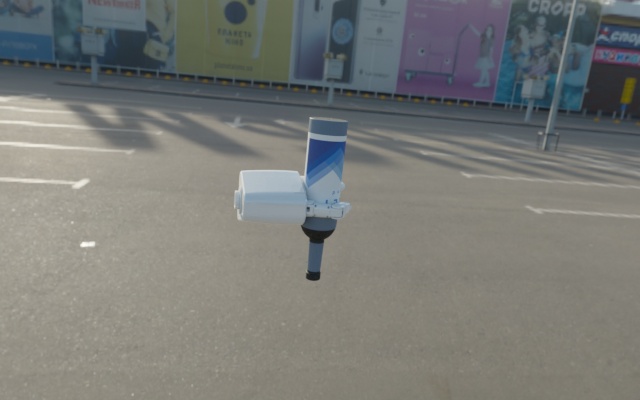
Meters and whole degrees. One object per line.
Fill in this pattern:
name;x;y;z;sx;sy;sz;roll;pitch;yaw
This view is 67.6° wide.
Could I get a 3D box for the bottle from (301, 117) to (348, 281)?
bottle;0.000;0.003;0.855;0.069;0.296;0.069;5;14;-1
